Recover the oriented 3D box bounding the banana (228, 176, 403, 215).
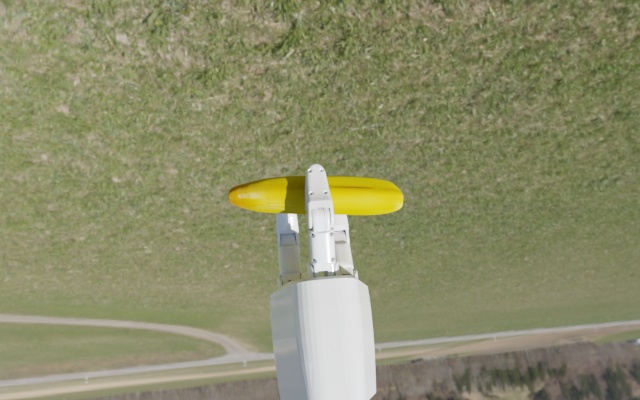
[{"bbox_3d":[0.012,-0.002,0.473,0.198,0.037,0.069,2,-13,-30],"label":"banana"}]
